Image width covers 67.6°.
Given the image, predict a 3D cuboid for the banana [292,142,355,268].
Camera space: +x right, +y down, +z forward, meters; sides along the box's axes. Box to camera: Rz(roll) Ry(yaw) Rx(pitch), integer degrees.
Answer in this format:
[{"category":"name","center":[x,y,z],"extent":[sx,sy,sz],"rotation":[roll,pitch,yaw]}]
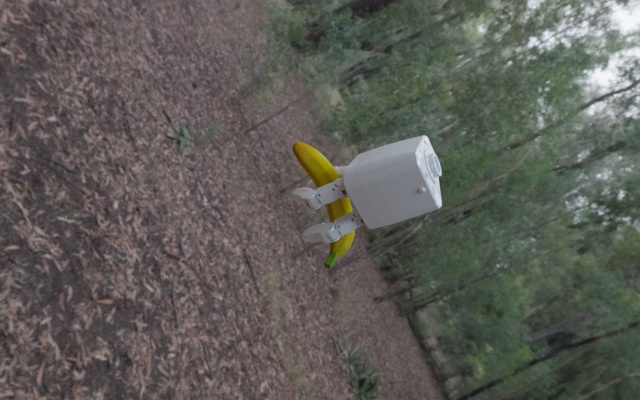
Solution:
[{"category":"banana","center":[0.013,-0.001,0.723],"extent":[0.037,0.198,0.069],"rotation":[-6,15,44]}]
